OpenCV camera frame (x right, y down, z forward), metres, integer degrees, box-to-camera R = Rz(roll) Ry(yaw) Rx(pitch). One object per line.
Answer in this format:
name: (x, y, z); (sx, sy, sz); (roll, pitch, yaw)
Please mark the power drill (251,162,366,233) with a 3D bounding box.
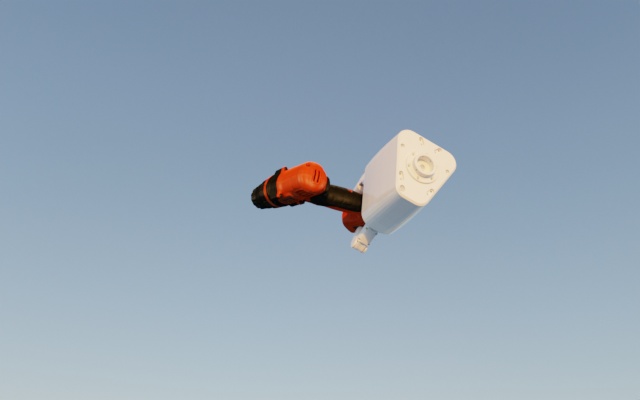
power drill: (0.001, 0.003, 0.758); (0.188, 0.057, 0.184); (17, -17, -30)
